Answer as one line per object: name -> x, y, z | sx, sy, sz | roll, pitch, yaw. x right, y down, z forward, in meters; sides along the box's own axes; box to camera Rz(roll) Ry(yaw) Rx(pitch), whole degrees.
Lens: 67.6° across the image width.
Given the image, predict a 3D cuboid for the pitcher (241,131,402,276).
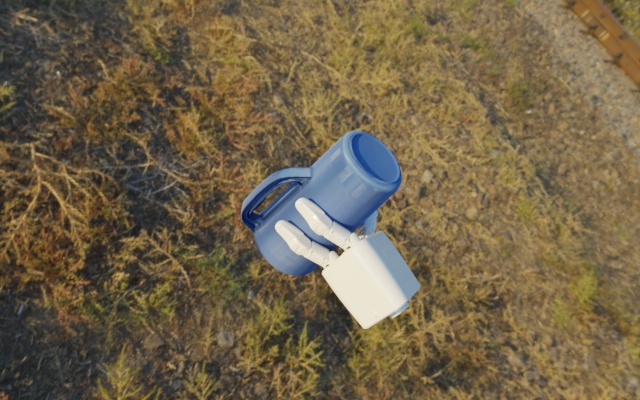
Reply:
pitcher -> 0.000, 0.003, 0.735 | 0.149, 0.145, 0.243 | -22, -18, -50
